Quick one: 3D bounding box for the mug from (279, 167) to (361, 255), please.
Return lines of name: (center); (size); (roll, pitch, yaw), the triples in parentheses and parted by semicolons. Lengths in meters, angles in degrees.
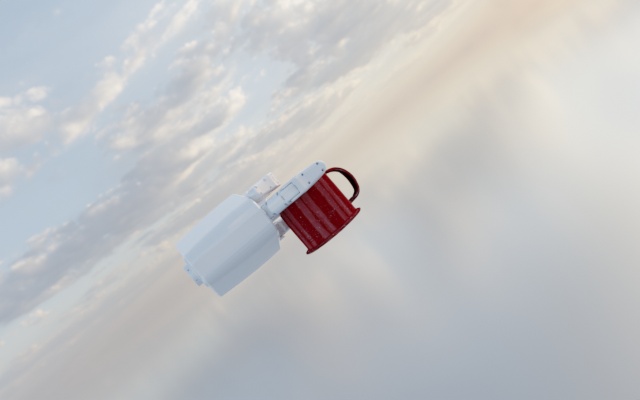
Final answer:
mug: (0.001, 0.001, 0.624); (0.117, 0.081, 0.093); (-41, 3, -16)
